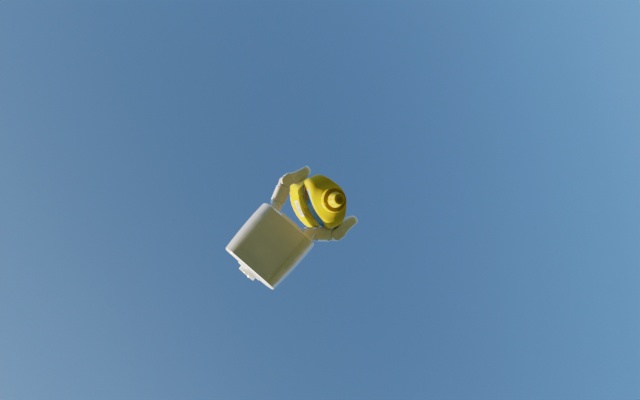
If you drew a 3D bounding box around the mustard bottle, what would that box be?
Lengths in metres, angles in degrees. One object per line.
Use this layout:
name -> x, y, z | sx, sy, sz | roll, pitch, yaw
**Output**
mustard bottle -> 0.000, 0.003, 0.844 | 0.058, 0.096, 0.191 | -25, 5, -17
